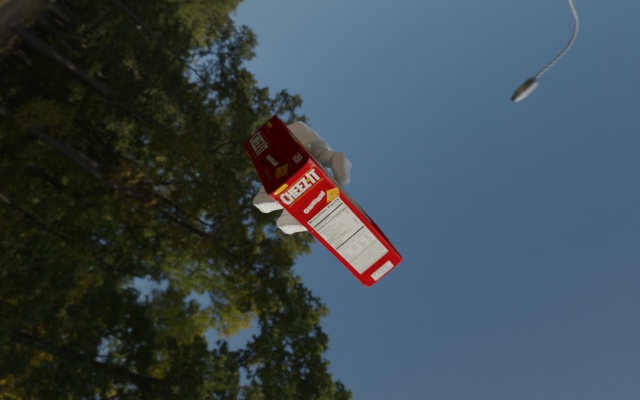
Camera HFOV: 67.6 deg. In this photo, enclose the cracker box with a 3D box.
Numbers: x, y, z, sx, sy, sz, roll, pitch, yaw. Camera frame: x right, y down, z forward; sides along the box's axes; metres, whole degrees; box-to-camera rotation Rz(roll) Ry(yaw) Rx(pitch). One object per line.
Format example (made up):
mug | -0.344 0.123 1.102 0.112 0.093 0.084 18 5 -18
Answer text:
cracker box | 0.000 0.002 0.651 0.214 0.072 0.164 46 5 -33
